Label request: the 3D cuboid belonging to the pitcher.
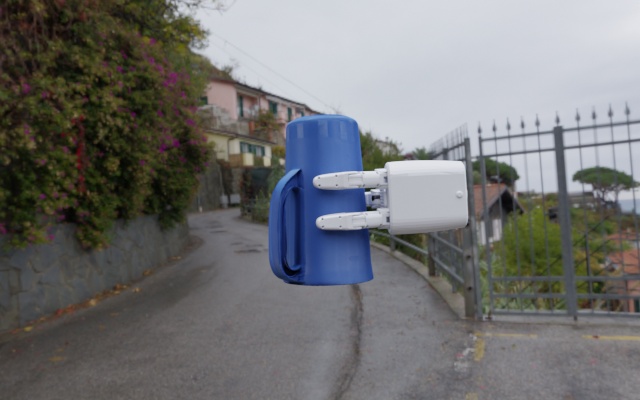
[{"bbox_3d":[0.000,0.002,0.697,0.145,0.243,0.149,-3,-2,0],"label":"pitcher"}]
